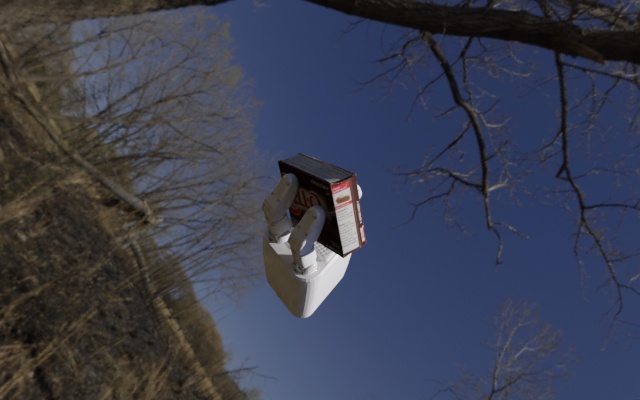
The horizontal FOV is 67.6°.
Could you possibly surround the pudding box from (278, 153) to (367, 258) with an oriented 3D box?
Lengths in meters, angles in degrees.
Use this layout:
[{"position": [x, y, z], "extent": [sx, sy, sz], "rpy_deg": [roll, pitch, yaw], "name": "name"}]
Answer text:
[{"position": [0.000, 0.002, 0.542], "extent": [0.039, 0.090, 0.113], "rpy_deg": [-26, 29, -27], "name": "pudding box"}]
